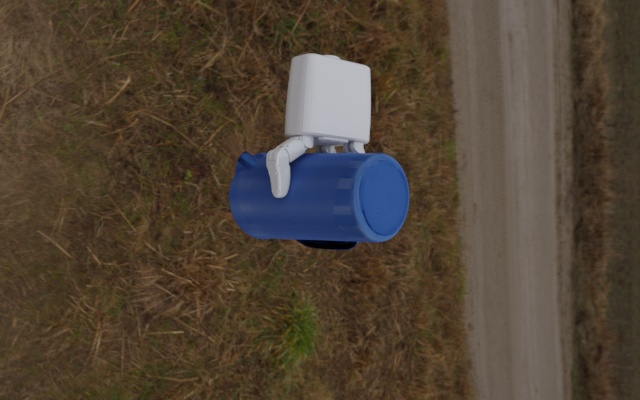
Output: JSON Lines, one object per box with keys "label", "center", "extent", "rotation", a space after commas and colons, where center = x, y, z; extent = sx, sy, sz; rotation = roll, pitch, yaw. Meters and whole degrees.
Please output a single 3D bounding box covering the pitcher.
{"label": "pitcher", "center": [0.000, 0.002, 0.659], "extent": [0.149, 0.145, 0.243], "rotation": [3, -1, -44]}
